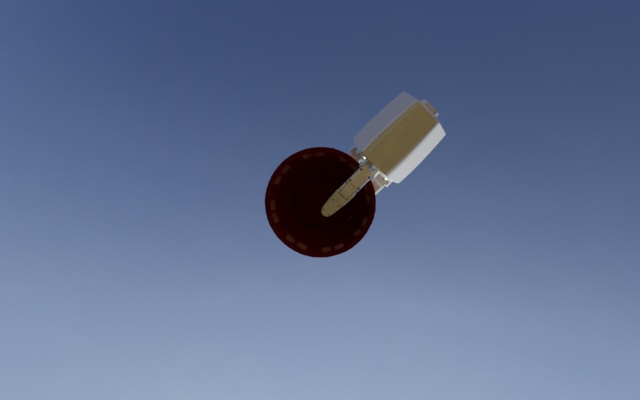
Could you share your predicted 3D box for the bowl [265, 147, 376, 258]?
[{"bbox_3d":[-0.001,0.003,0.718,0.162,0.162,0.055,0,1,1],"label":"bowl"}]
